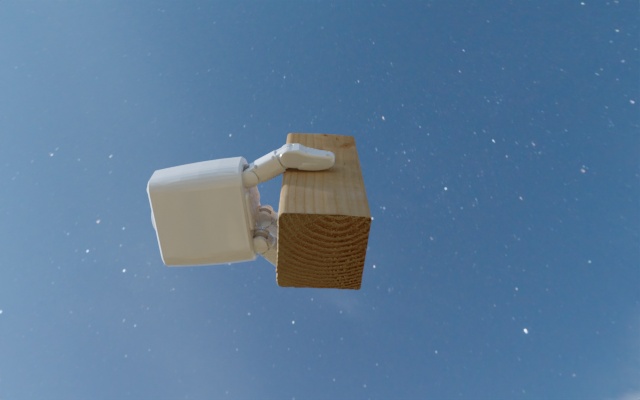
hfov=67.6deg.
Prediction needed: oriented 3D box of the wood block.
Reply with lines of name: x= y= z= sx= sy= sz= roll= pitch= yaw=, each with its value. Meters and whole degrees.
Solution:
wood block: x=0.000 y=0.001 z=0.557 sx=0.090 sy=0.091 sz=0.206 roll=3 pitch=30 yaw=-3
